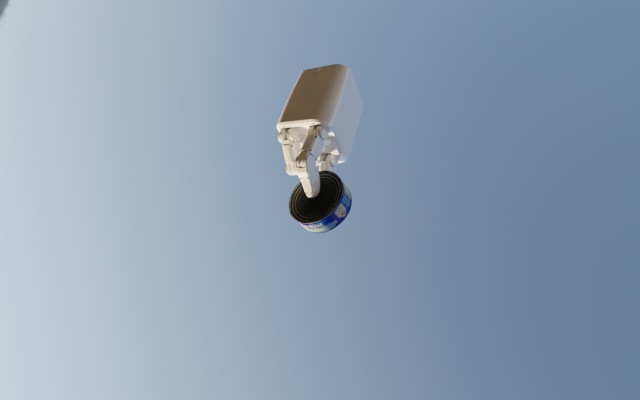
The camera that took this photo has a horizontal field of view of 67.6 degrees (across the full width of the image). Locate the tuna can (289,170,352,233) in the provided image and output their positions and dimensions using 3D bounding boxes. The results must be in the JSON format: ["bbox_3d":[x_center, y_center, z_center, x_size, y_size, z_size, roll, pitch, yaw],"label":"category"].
[{"bbox_3d":[0.000,0.003,0.671,0.086,0.086,0.034,0,-31,34],"label":"tuna can"}]
